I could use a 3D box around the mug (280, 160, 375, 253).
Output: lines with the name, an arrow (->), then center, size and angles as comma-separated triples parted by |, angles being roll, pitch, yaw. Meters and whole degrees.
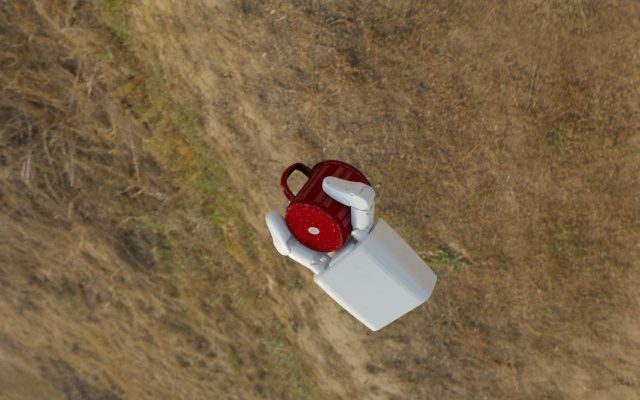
mug -> -0.001, 0.001, 0.589 | 0.093, 0.117, 0.081 | -38, 12, 48
